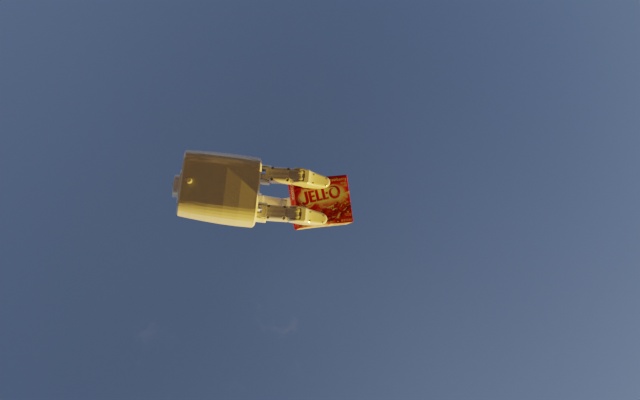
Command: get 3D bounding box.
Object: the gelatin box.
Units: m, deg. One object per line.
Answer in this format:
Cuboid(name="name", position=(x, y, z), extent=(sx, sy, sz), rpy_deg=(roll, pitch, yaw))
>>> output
Cuboid(name="gelatin box", position=(0.000, 0.002, 0.712), extent=(0.089, 0.073, 0.030), rpy_deg=(-5, -7, -21))
